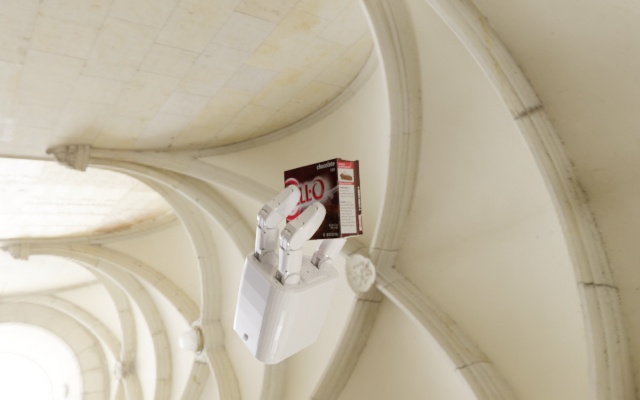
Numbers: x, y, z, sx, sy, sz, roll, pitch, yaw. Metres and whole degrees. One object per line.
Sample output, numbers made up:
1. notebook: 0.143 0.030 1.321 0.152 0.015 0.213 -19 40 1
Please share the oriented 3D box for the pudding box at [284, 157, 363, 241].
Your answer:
1. pudding box: 0.000 0.002 0.571 0.039 0.090 0.113 0 -5 -39
